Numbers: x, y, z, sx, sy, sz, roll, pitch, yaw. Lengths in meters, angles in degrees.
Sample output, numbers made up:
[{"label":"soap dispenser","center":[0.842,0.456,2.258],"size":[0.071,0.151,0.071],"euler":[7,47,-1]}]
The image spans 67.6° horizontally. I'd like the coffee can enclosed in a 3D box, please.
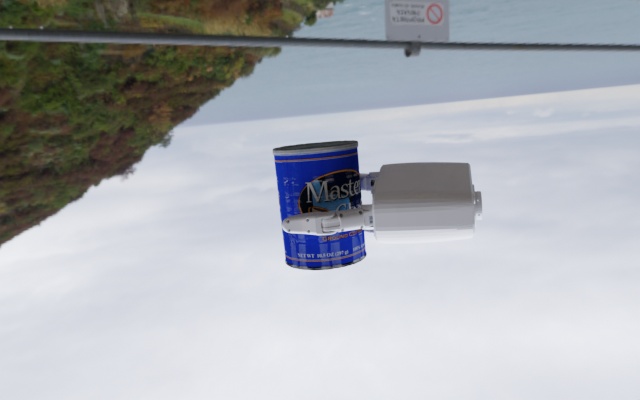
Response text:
[{"label":"coffee can","center":[0.000,0.002,0.581],"size":[0.103,0.140,0.103],"euler":[-5,10,1]}]
